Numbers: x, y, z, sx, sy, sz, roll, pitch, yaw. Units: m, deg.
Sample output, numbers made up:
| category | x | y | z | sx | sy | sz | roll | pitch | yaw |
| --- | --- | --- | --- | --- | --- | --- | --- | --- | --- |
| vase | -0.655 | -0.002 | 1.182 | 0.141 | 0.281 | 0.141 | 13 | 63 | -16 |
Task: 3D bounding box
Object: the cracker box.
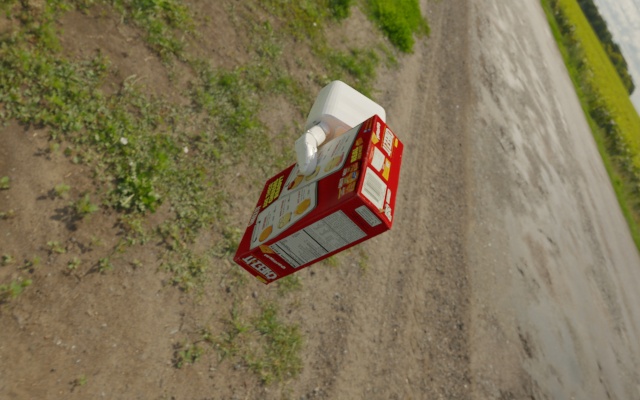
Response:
| category | x | y | z | sx | sy | sz | roll | pitch | yaw |
| --- | --- | --- | --- | --- | --- | --- | --- | --- | --- |
| cracker box | 0.000 | 0.002 | 0.625 | 0.214 | 0.164 | 0.072 | -29 | -61 | 34 |
